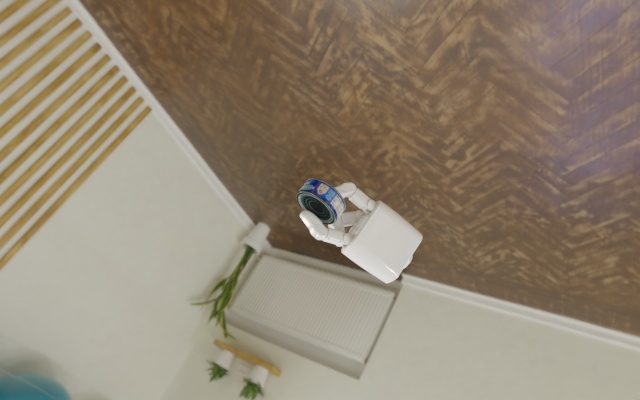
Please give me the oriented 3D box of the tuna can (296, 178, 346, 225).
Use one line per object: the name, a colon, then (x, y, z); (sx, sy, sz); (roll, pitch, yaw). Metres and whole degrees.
tuna can: (0.000, 0.003, 0.841); (0.086, 0.033, 0.086); (29, -29, 17)
